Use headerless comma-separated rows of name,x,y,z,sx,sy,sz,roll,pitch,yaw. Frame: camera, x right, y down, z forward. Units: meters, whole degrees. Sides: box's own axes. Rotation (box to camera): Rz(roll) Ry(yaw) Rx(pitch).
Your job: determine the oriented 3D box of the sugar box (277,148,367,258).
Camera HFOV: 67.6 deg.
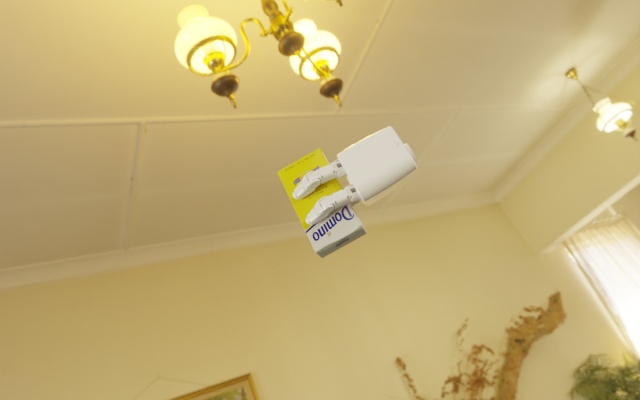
sugar box,0.000,0.002,0.845,0.093,0.176,0.048,-30,-29,5
